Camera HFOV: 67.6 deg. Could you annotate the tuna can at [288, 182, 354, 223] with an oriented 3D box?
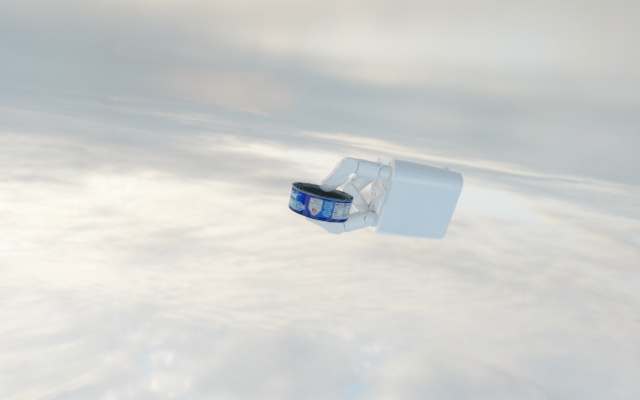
[{"bbox_3d":[0.000,0.003,0.649,0.086,0.034,0.086,13,11,-2],"label":"tuna can"}]
